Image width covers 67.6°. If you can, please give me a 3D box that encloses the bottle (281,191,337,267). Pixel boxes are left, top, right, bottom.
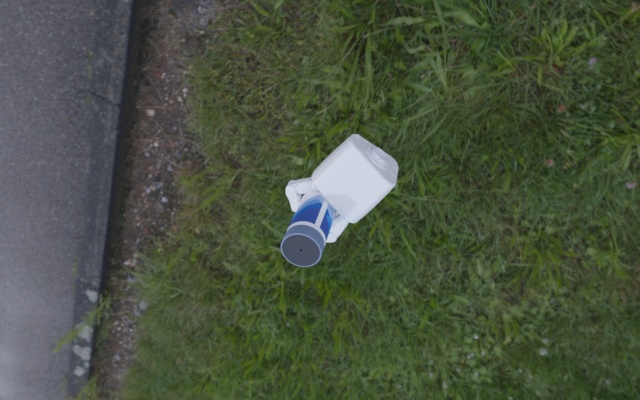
[{"bbox_3d":[0.000,0.003,0.872,0.069,0.069,0.295,0,31,14],"label":"bottle"}]
